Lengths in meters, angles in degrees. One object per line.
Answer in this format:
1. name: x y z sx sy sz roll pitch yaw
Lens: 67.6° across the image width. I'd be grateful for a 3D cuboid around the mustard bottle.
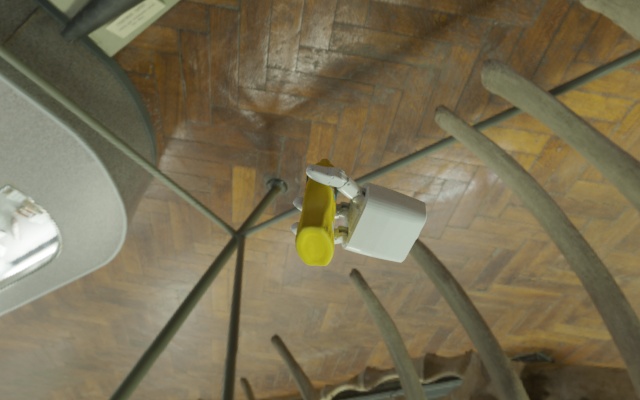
1. mustard bottle: 0.000 0.003 0.766 0.058 0.191 0.096 0 -43 8
